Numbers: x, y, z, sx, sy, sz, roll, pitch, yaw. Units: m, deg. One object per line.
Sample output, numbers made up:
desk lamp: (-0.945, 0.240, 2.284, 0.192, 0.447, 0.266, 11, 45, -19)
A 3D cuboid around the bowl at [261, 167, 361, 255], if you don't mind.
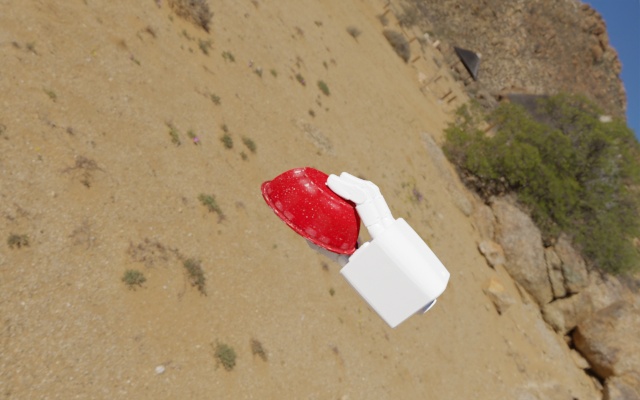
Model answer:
bowl: (-0.001, 0.001, 0.657, 0.162, 0.055, 0.162, 32, 17, -11)
